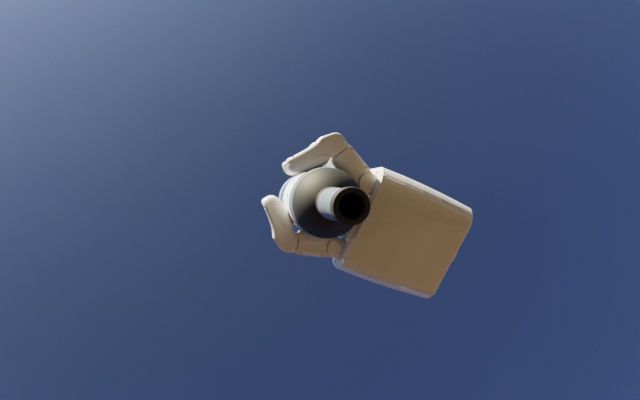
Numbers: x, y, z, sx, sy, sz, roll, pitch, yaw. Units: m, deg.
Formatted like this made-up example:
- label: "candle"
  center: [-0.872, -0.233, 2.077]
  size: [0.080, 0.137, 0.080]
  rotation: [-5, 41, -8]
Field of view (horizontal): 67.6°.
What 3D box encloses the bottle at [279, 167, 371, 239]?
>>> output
- label: "bottle"
  center: [0.000, 0.002, 0.479]
  size: [0.069, 0.069, 0.295]
  rotation: [0, 1, -9]
